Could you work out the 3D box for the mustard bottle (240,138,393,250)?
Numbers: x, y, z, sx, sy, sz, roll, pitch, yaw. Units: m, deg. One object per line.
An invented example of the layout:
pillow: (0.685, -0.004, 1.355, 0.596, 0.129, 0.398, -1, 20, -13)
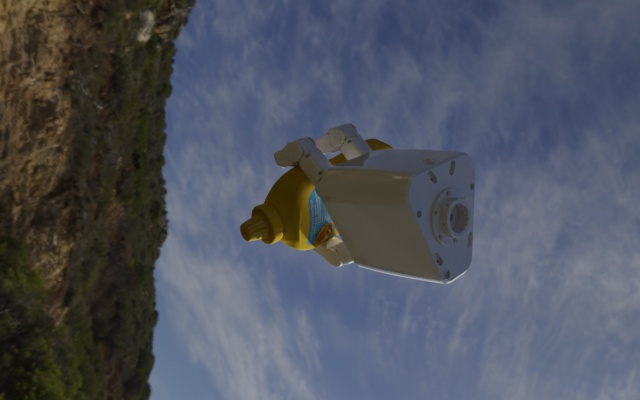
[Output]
mustard bottle: (0.000, 0.002, 0.515, 0.191, 0.096, 0.058, -23, 41, -34)
